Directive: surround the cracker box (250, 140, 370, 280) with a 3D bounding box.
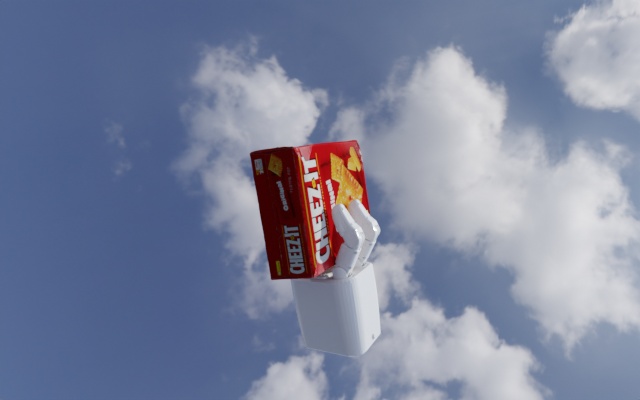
[{"bbox_3d":[0.000,0.002,0.669,0.072,0.164,0.213,-7,6,27],"label":"cracker box"}]
